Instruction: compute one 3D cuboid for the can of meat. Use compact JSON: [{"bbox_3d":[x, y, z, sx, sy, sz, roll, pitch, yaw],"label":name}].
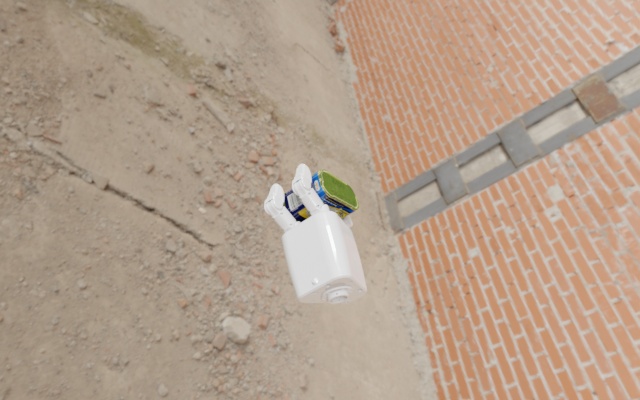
[{"bbox_3d":[0.000,0.002,0.764,0.084,0.057,0.102,-32,-36,26],"label":"can of meat"}]
